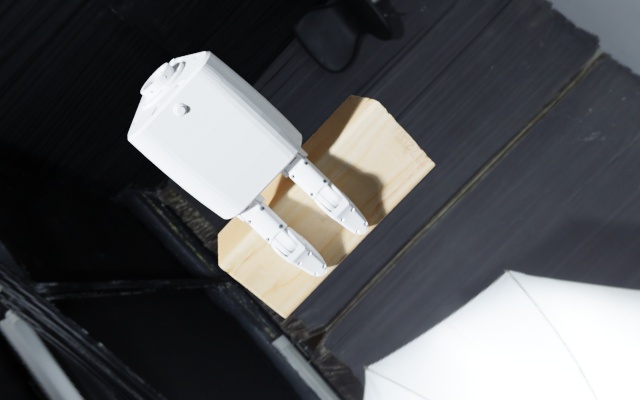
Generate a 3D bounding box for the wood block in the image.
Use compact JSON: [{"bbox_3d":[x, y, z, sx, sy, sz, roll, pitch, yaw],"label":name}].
[{"bbox_3d":[0.000,0.001,0.483,0.090,0.206,0.090,43,3,-20],"label":"wood block"}]
